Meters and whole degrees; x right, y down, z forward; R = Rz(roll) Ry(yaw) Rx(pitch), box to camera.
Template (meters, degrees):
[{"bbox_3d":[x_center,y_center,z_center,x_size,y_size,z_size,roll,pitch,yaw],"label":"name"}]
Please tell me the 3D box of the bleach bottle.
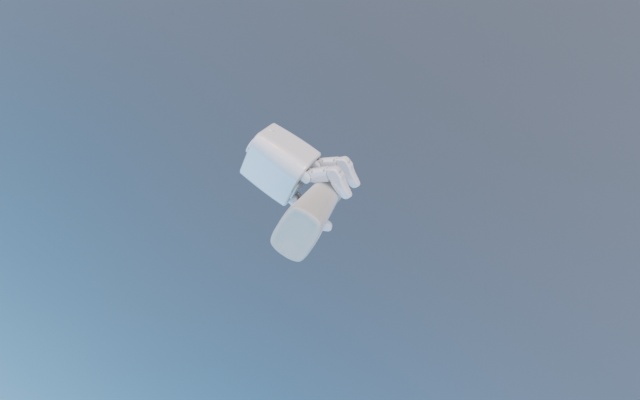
[{"bbox_3d":[0.000,0.003,0.857,0.068,0.103,0.250,34,31,2],"label":"bleach bottle"}]
